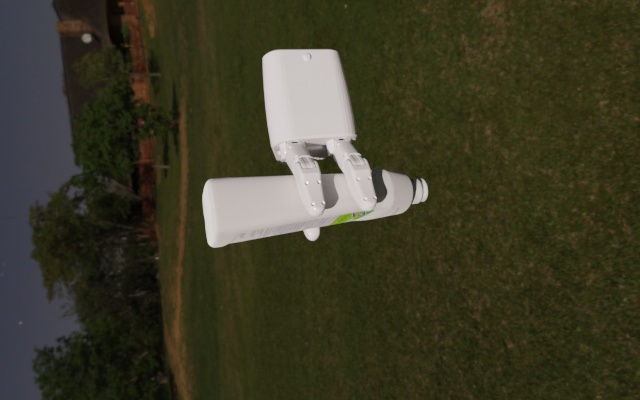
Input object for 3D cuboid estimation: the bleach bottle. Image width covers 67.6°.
[{"bbox_3d":[0.000,0.002,0.538,0.251,0.068,0.102,-6,-9,-18],"label":"bleach bottle"}]
